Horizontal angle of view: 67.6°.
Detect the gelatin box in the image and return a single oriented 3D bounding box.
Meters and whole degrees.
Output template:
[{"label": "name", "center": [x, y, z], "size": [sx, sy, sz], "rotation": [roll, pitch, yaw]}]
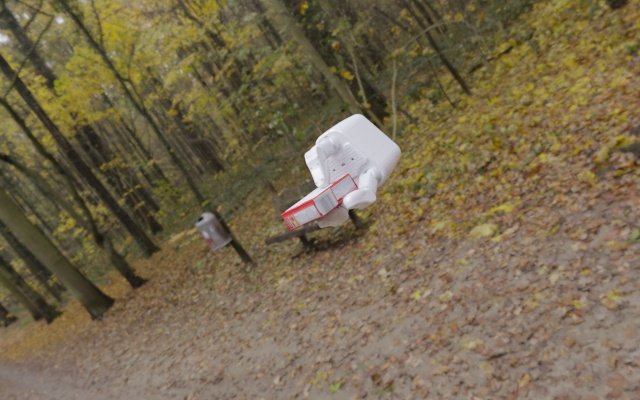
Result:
[{"label": "gelatin box", "center": [0.000, 0.002, 0.660], "size": [0.073, 0.030, 0.089], "rotation": [-25, 8, 46]}]
